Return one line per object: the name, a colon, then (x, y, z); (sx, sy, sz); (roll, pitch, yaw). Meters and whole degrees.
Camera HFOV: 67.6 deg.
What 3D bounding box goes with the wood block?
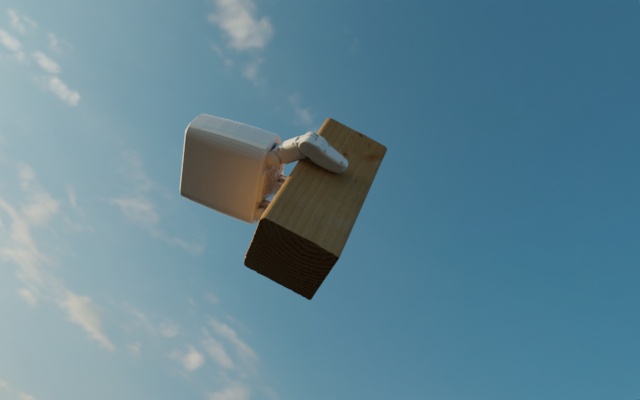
wood block: (0.000, 0.001, 0.576); (0.090, 0.091, 0.206); (28, 44, 1)
